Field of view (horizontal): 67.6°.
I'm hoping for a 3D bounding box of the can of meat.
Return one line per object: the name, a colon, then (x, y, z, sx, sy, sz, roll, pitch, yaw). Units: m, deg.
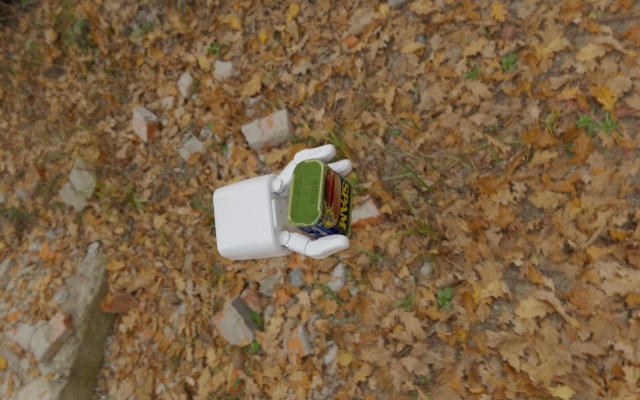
can of meat: (0.000, 0.002, 0.658, 0.057, 0.102, 0.084, -7, -23, 29)
